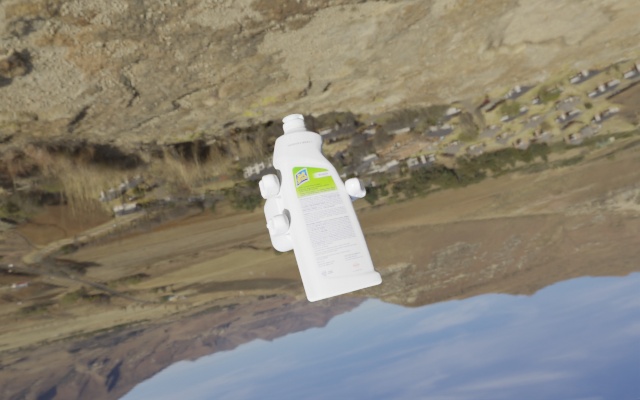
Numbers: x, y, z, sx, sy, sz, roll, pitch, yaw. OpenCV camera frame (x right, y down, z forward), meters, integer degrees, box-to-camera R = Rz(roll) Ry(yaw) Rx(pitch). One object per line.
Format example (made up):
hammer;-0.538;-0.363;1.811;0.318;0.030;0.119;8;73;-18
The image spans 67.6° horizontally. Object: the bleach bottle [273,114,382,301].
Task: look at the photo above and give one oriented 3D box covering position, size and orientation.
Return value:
bleach bottle;0.000;0.002;0.649;0.102;0.250;0.068;-11;-12;-21
